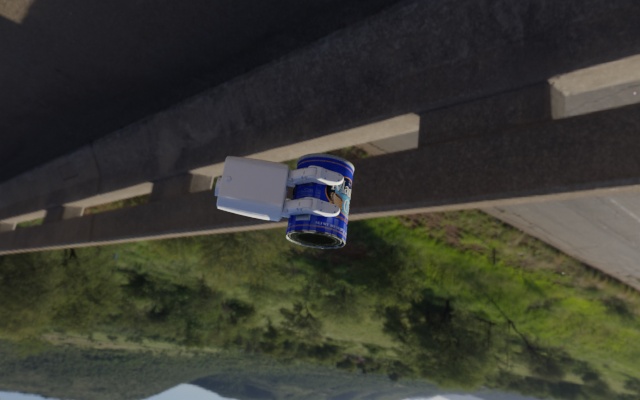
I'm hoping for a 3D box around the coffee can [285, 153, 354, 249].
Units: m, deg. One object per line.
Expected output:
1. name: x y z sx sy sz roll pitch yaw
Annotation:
1. coffee can: 0.000 0.003 0.829 0.103 0.140 0.103 7 -19 2
